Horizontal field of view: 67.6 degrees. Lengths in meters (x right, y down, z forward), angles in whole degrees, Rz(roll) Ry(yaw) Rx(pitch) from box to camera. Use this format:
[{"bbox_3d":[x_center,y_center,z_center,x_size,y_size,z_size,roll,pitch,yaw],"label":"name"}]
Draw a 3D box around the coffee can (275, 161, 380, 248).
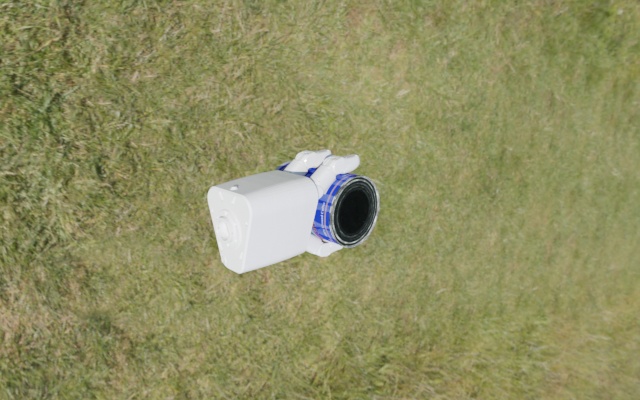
[{"bbox_3d":[0.000,0.002,0.700,0.140,0.103,0.103,15,11,43],"label":"coffee can"}]
